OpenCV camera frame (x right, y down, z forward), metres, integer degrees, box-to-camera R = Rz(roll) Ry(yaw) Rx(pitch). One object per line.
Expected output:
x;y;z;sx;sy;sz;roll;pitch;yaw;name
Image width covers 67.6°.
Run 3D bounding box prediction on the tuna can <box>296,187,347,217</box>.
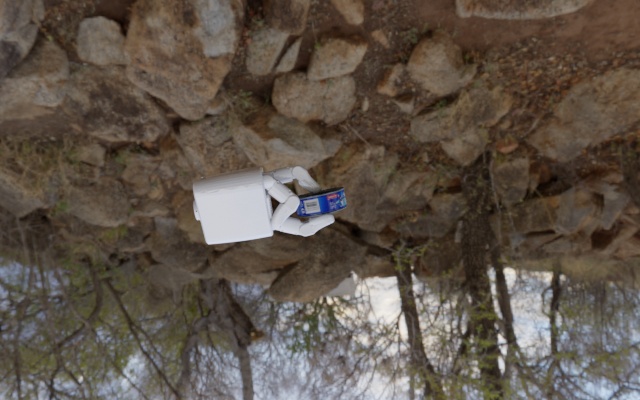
0.000;0.003;0.798;0.086;0.034;0.086;-12;6;1;tuna can
